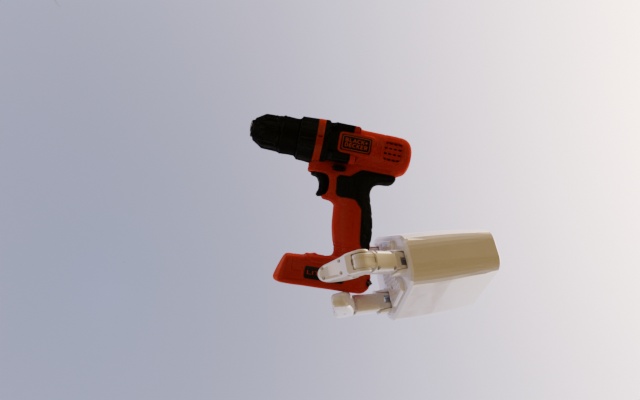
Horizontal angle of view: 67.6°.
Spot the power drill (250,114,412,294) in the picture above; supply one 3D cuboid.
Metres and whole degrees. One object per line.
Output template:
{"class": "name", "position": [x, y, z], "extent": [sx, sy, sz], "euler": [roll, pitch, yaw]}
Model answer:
{"class": "power drill", "position": [0.000, 0.002, 0.532], "extent": [0.184, 0.187, 0.057], "euler": [10, -5, -2]}
